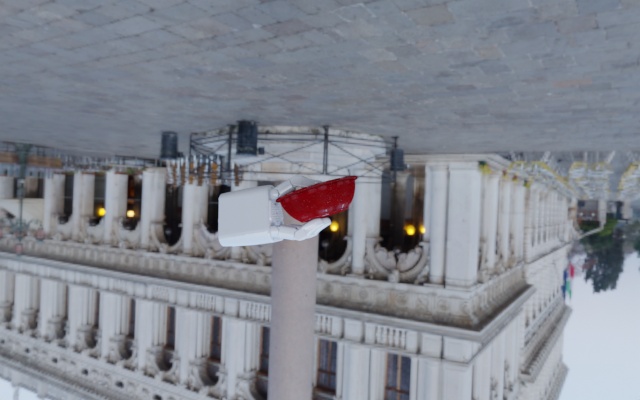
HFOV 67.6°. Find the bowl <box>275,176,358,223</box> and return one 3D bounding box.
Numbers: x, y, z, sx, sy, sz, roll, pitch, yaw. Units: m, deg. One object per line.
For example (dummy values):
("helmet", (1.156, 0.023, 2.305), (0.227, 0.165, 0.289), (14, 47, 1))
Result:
("bowl", (0.001, 0.003, 0.893), (0.162, 0.055, 0.162), (-17, -5, -1))
